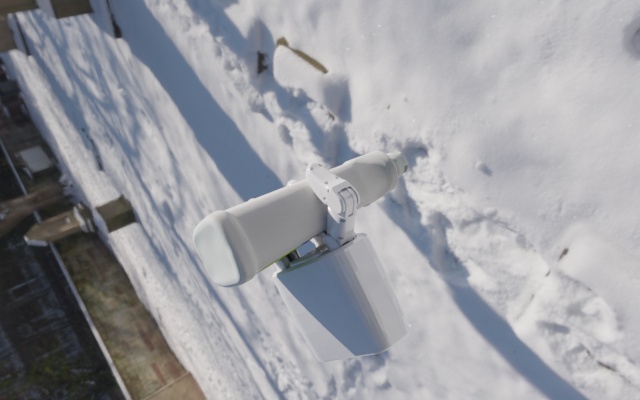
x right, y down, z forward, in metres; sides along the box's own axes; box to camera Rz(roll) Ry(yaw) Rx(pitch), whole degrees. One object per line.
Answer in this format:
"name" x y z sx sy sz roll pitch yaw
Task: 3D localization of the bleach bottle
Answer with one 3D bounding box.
"bleach bottle" 0.000 0.002 0.492 0.251 0.068 0.102 -27 0 -30
